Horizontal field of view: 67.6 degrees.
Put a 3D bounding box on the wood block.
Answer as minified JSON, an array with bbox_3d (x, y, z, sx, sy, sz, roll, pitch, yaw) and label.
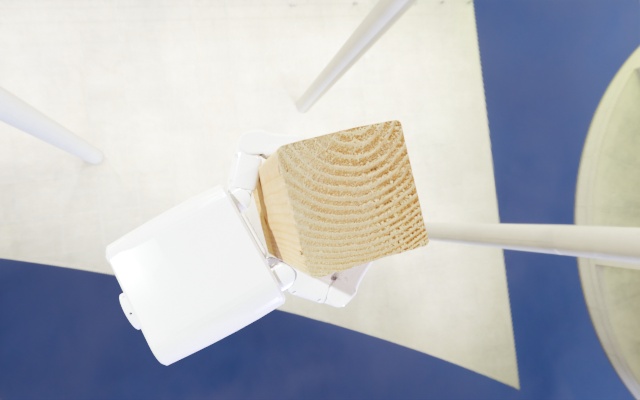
[{"bbox_3d":[0.000,0.001,0.413,0.090,0.091,0.206,-15,2,-14],"label":"wood block"}]
